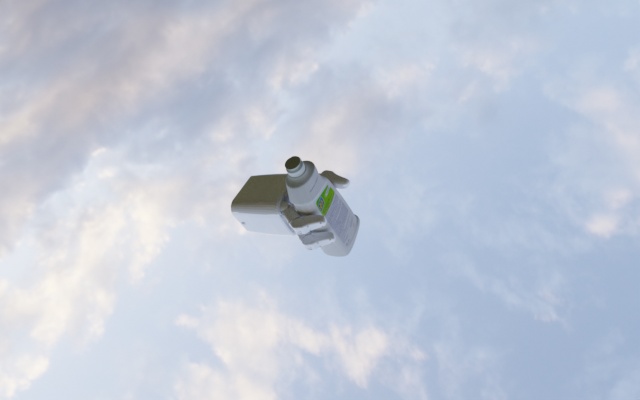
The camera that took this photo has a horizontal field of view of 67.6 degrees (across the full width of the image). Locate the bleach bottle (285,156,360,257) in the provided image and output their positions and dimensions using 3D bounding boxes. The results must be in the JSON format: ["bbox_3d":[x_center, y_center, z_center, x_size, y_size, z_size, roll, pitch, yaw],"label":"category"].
[{"bbox_3d":[0.000,0.003,0.870,0.068,0.102,0.251,3,-33,26],"label":"bleach bottle"}]
